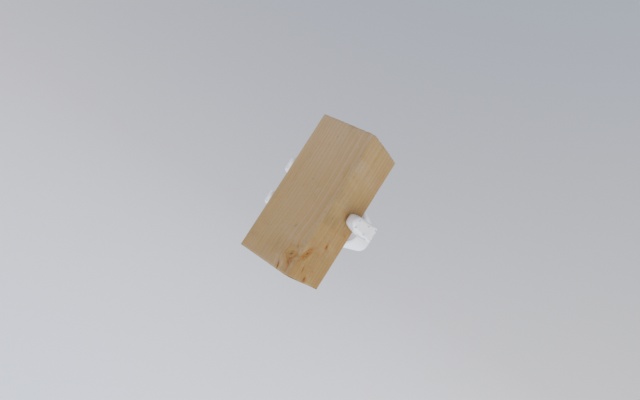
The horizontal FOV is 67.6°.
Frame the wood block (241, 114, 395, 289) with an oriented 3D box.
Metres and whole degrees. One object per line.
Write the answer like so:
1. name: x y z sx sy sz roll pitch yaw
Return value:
1. wood block: 0.000 0.002 0.644 0.090 0.206 0.090 29 -6 33
